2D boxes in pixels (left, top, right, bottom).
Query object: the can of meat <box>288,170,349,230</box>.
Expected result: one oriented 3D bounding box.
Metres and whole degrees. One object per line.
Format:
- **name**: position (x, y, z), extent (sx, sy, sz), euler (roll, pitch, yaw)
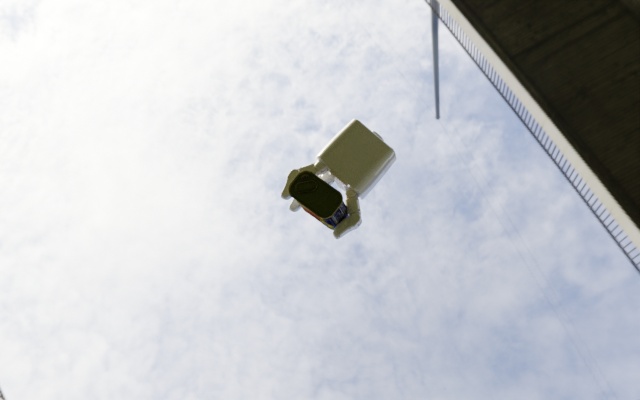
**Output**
- **can of meat**: position (0.000, 0.003, 0.869), extent (0.102, 0.057, 0.084), euler (35, -8, 24)
